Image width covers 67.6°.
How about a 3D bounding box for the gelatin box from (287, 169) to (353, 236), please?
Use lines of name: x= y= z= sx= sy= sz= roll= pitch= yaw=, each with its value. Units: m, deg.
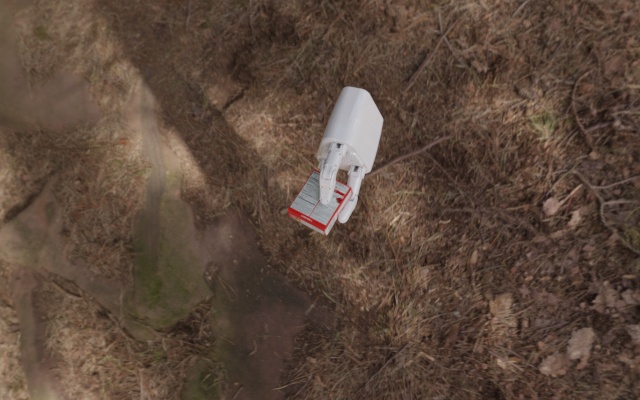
gelatin box: x=0.000 y=0.003 z=0.783 sx=0.073 sy=0.089 sz=0.030 roll=27 pitch=-20 yaw=17
